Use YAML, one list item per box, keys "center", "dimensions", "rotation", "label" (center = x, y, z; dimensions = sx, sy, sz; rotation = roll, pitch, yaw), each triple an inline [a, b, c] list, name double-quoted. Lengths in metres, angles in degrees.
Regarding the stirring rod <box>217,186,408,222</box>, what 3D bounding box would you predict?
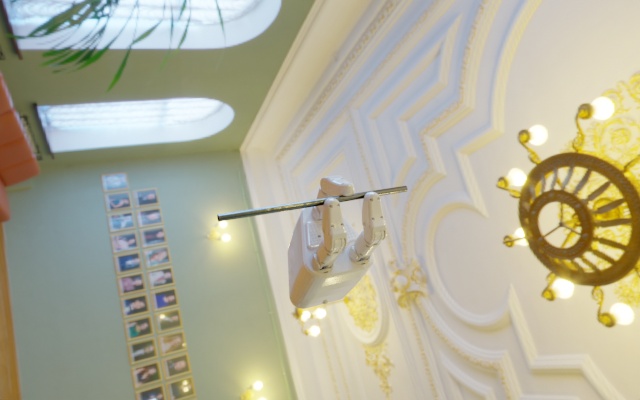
- center: [0.000, 0.002, 0.553]
  dimensions: [0.239, 0.011, 0.011]
  rotation: [-9, 4, -25]
  label: "stirring rod"
